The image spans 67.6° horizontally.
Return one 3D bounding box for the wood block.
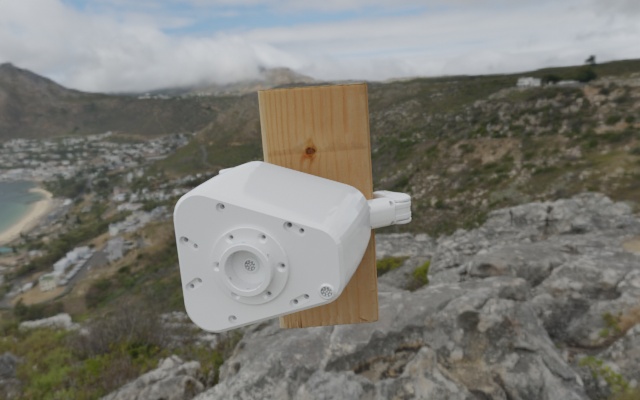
[{"bbox_3d":[0.000,0.001,0.442,0.091,0.206,0.090,-4,12,0],"label":"wood block"}]
